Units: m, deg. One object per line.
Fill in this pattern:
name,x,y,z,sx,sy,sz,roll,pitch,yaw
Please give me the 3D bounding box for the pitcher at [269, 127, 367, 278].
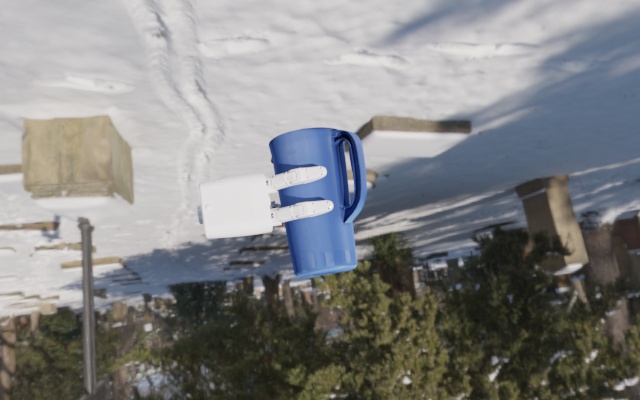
pitcher,0.000,0.003,0.812,0.145,0.242,0.149,-8,-9,-10
